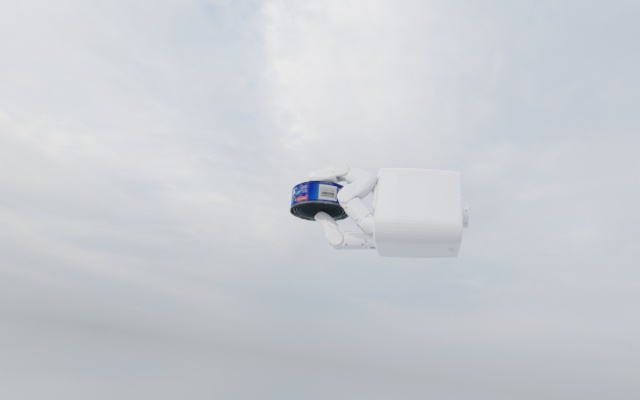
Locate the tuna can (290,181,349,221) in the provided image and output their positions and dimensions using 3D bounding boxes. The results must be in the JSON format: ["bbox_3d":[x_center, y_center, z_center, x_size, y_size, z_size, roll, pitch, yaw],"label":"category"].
[{"bbox_3d":[0.000,0.002,0.681,0.086,0.033,0.086,3,-20,1],"label":"tuna can"}]
